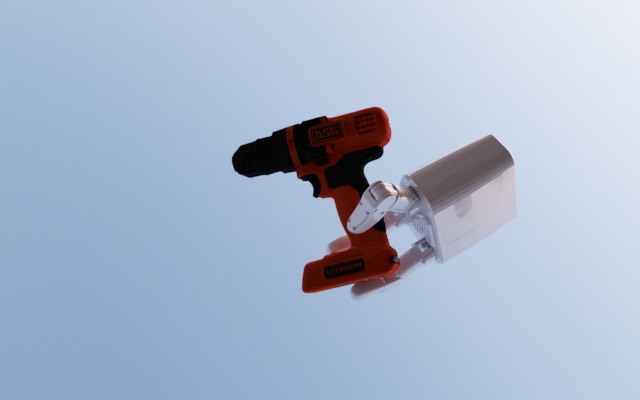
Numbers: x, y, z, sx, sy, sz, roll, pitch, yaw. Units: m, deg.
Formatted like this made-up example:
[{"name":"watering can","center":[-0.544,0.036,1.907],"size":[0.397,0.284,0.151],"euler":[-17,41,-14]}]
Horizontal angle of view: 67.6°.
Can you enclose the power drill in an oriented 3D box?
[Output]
[{"name":"power drill","center":[0.000,0.002,0.520],"size":[0.184,0.187,0.057],"euler":[-14,-11,12]}]
